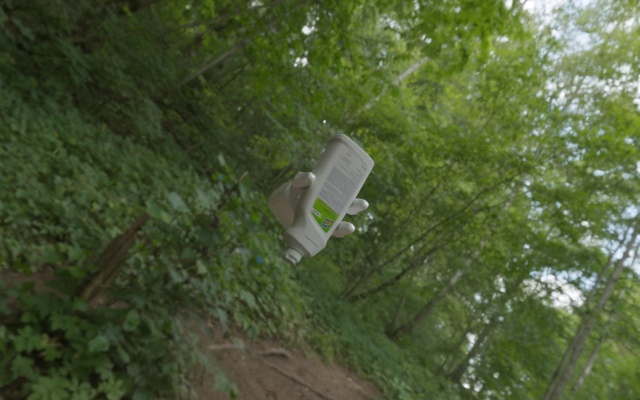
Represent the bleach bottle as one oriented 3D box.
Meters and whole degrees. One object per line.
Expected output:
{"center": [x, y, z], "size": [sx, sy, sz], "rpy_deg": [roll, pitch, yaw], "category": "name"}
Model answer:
{"center": [0.000, 0.003, 0.877], "size": [0.102, 0.250, 0.068], "rpy_deg": [39, -23, -17], "category": "bleach bottle"}
